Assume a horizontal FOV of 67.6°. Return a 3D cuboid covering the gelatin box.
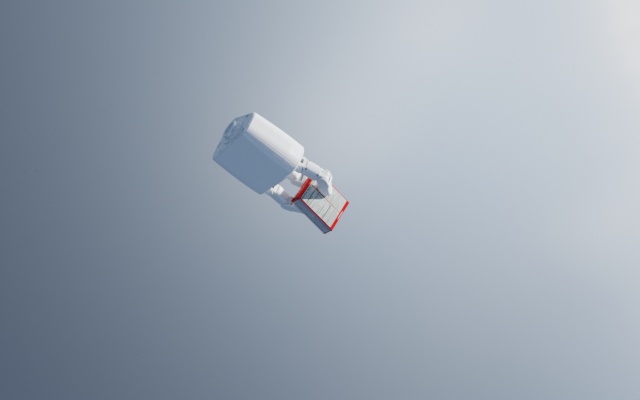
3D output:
[{"bbox_3d":[0.001,0.003,0.853,0.089,0.073,0.030,45,-37,-16],"label":"gelatin box"}]
